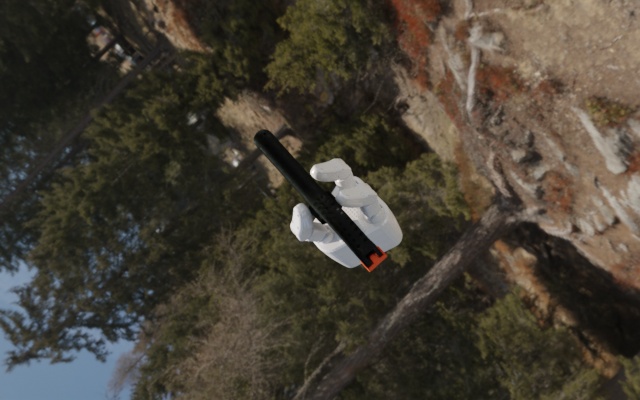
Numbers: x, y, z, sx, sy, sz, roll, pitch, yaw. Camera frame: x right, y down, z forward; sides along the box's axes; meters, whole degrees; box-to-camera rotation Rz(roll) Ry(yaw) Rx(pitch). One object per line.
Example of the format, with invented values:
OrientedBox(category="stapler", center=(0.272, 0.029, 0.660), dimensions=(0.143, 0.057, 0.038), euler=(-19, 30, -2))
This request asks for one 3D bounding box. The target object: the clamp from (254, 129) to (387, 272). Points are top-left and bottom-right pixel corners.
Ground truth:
OrientedBox(category="clamp", center=(0.000, 0.003, 0.601), dimensions=(0.210, 0.036, 0.165), euler=(47, -1, 31))
